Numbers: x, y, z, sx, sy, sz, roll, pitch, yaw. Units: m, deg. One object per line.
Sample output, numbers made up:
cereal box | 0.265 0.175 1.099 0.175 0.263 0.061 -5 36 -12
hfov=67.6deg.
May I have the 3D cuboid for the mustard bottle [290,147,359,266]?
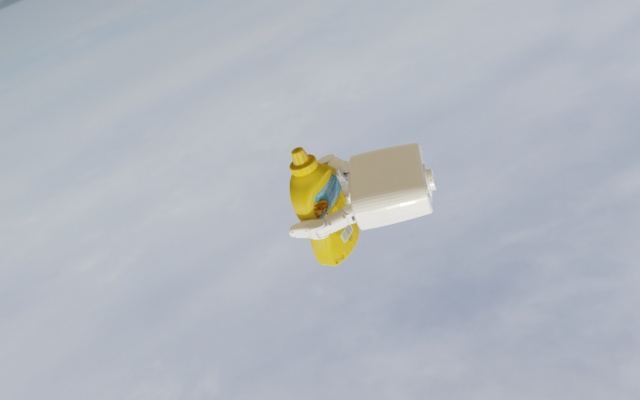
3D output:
mustard bottle | 0.000 0.003 0.728 0.058 0.192 0.096 3 41 36
